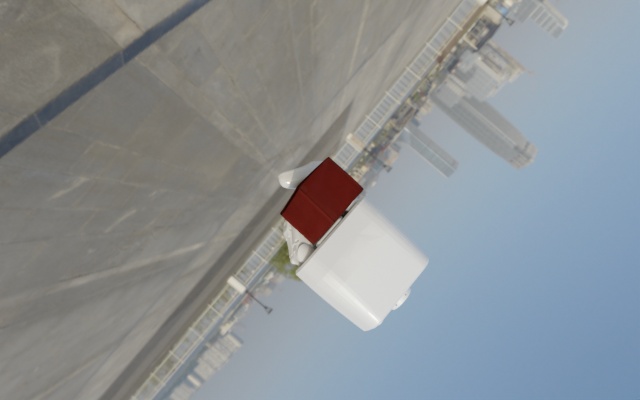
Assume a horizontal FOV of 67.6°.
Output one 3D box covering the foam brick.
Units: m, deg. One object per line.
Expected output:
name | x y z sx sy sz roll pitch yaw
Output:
foam brick | 0.000 0.002 0.504 0.053 0.051 0.078 -46 -3 -28
